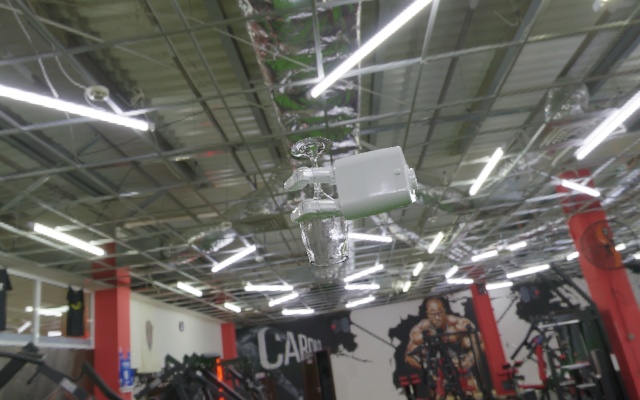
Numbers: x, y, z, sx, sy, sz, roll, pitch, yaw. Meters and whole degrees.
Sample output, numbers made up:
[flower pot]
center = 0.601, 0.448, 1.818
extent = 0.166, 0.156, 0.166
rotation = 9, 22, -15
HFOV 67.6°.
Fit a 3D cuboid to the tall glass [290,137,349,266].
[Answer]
[tall glass]
center = 0.000, 0.002, 0.780
extent = 0.079, 0.201, 0.079
rotation = -8, -18, -3
